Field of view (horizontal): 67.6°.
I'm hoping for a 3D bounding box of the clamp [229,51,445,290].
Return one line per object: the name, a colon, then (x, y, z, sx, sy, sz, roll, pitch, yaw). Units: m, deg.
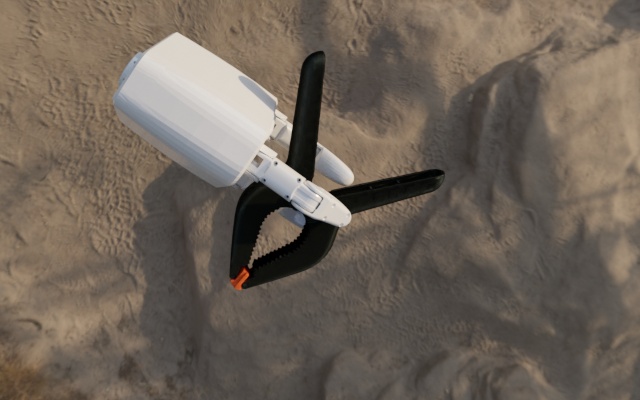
clamp: (0.000, 0.002, 0.425, 0.164, 0.210, 0.036, 34, 7, -15)
